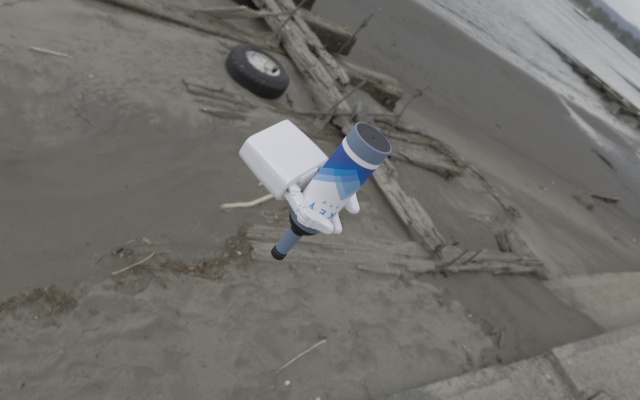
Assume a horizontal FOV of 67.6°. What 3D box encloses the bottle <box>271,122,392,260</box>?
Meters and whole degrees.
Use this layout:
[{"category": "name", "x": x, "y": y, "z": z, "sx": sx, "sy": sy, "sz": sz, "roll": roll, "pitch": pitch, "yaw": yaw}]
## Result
[{"category": "bottle", "x": 0.000, "y": 0.002, "z": 0.783, "sx": 0.069, "sy": 0.069, "sz": 0.296, "roll": 0, "pitch": -40, "yaw": -44}]
